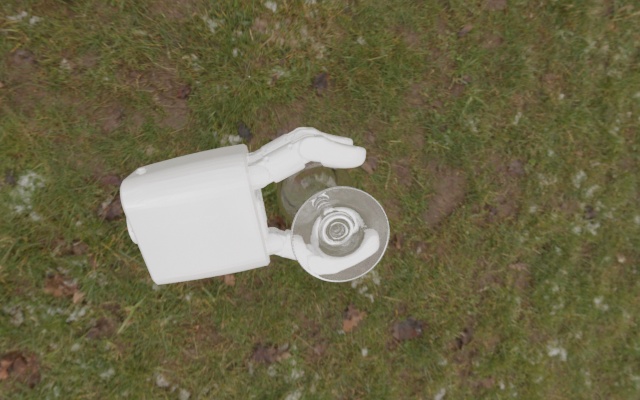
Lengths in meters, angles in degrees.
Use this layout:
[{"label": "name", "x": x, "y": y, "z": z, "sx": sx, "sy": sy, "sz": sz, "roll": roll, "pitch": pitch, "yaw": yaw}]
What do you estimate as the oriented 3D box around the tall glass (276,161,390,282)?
[{"label": "tall glass", "x": 0.000, "y": 0.002, "z": 0.445, "sx": 0.079, "sy": 0.079, "sz": 0.201, "roll": 0, "pitch": 14, "yaw": -8}]
